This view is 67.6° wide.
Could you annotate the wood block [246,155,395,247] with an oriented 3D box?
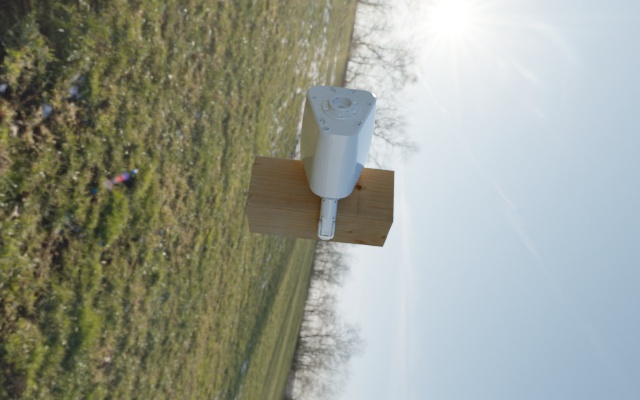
[{"bbox_3d":[0.000,0.002,0.716,0.206,0.090,0.090,6,-30,0],"label":"wood block"}]
